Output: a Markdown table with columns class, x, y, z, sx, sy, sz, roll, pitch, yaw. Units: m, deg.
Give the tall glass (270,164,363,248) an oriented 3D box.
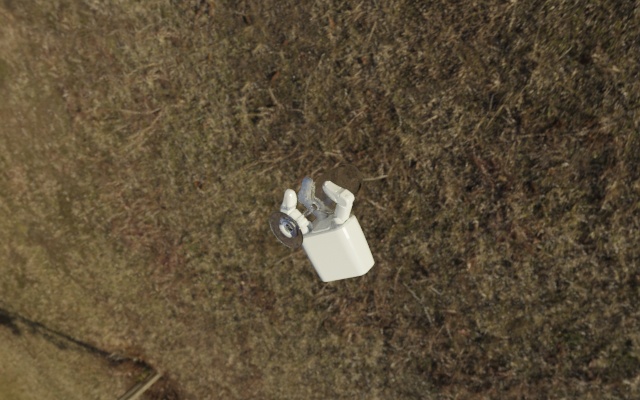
| class | x | y | z | sx | sy | sz | roll | pitch | yaw |
| --- | --- | --- | --- | --- | --- | --- | --- | --- | --- |
| tall glass | 0.000 | 0.003 | 0.881 | 0.079 | 0.079 | 0.201 | 0 | 30 | 43 |
